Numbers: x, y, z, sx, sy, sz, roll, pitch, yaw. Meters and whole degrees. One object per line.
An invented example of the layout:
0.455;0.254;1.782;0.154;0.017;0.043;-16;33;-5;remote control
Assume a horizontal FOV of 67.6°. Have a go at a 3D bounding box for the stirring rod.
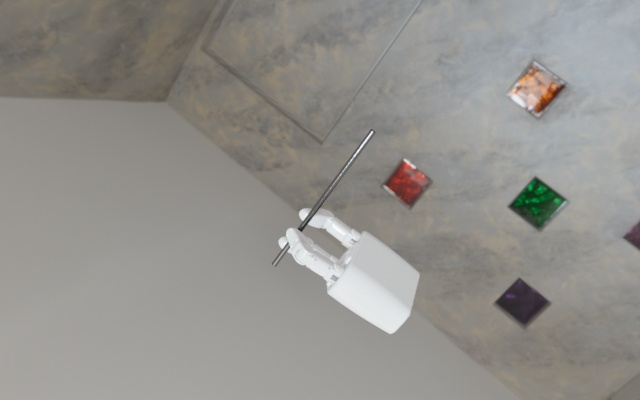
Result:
0.000;0.002;0.650;0.011;0.239;0.011;32;20;-13;stirring rod
